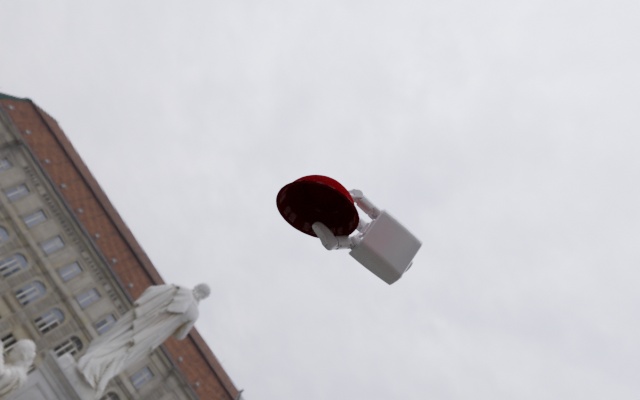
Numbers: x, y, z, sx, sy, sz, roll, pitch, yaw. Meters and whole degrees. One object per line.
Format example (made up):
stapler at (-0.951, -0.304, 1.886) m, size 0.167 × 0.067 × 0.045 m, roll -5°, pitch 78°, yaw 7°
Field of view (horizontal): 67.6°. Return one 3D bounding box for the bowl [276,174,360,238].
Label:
bowl at (-0.001, 0.002, 0.899) m, size 0.162 × 0.055 × 0.162 m, roll 12°, pitch -39°, yaw 10°
